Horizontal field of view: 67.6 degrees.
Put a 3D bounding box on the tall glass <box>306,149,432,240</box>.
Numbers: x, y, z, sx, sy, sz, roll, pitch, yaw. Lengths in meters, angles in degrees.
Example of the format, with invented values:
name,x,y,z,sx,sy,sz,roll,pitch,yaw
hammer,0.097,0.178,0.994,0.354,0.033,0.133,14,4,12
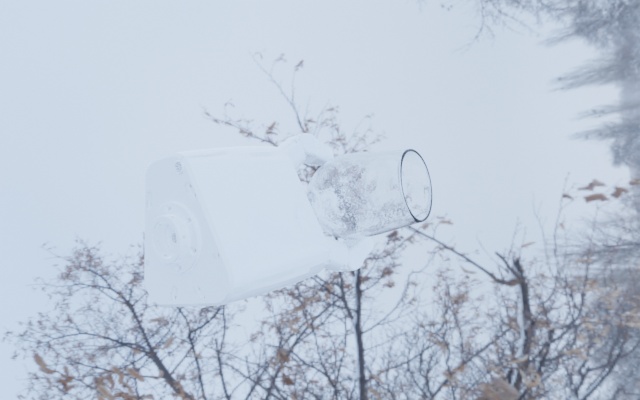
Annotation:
name,x,y,z,sx,sy,sz,roll,pitch,yaw
tall glass,0.000,0.001,0.453,0.201,0.079,0.079,-10,-6,35
